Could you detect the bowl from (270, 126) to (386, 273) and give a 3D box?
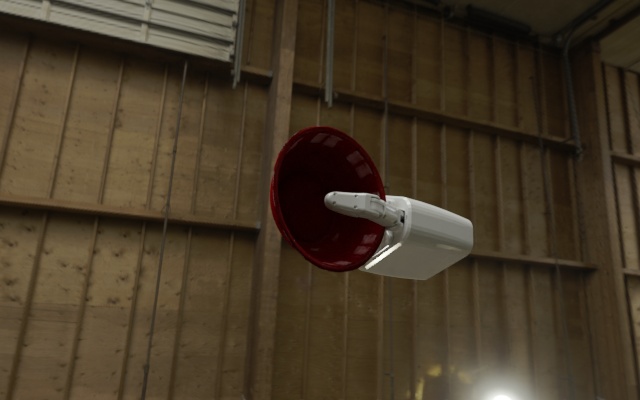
[{"bbox_3d":[-0.001,0.001,0.535,0.162,0.162,0.055,0,-11,-40],"label":"bowl"}]
